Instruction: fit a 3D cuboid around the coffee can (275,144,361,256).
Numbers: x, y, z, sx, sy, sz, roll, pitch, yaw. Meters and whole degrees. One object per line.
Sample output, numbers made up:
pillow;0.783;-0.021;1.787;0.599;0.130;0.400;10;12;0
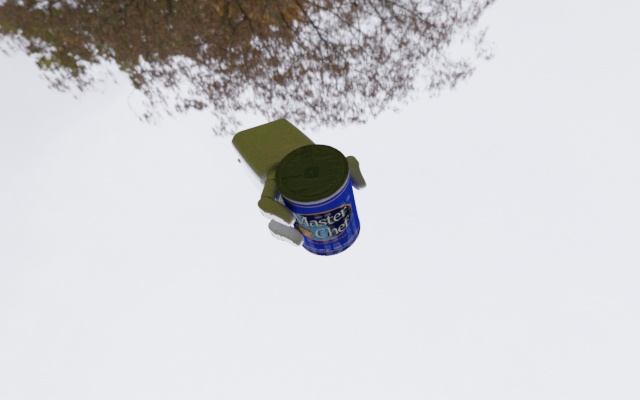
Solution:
coffee can;0.000;0.002;0.698;0.103;0.102;0.140;0;-37;13
